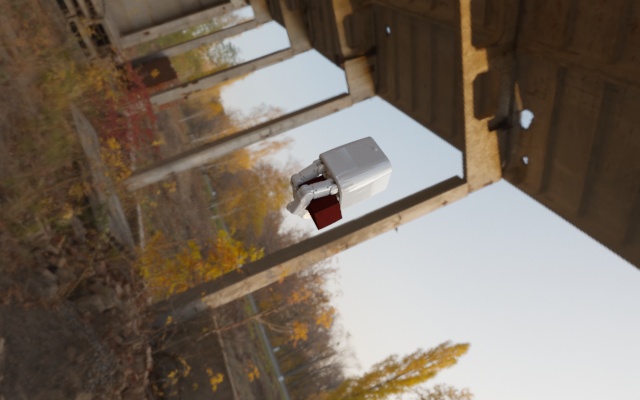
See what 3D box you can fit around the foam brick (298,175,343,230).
[{"bbox_3d":[0.000,0.003,0.867,0.051,0.078,0.053,-23,-38,-8],"label":"foam brick"}]
